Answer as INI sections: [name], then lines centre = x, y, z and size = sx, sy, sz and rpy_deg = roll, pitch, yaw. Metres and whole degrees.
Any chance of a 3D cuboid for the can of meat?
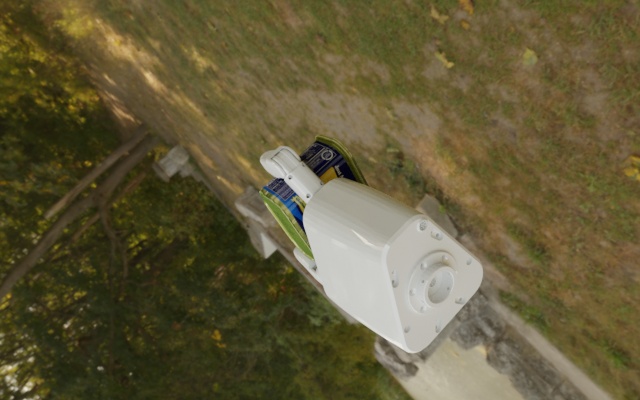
[can of meat]
centre = 0.000, 0.002, 0.469
size = 0.084, 0.102, 0.057
rpy_deg = -43, 36, -14
